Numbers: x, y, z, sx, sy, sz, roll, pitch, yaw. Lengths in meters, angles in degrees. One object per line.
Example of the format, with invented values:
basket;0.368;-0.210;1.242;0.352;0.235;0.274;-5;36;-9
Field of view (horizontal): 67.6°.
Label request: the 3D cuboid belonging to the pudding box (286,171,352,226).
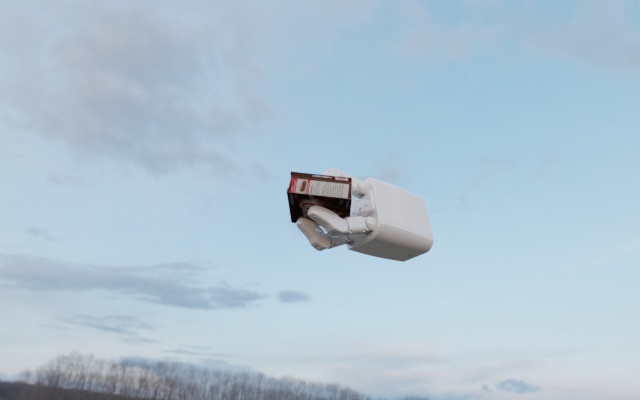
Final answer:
pudding box;0.000;0.002;0.697;0.090;0.039;0.113;5;-27;3
